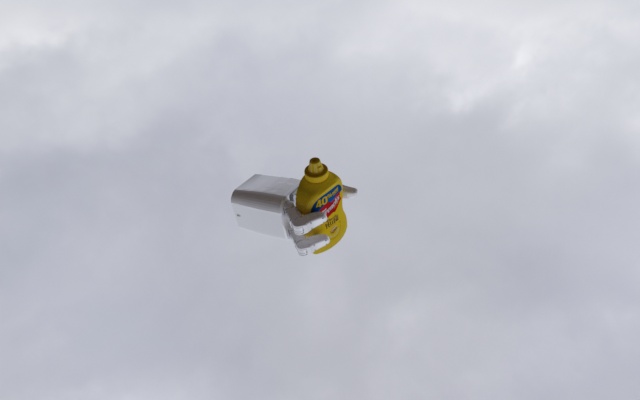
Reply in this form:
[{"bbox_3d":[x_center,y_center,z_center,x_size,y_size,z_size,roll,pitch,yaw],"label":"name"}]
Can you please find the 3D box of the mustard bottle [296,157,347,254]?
[{"bbox_3d":[0.000,0.003,0.851,0.096,0.192,0.058,-36,49,-27],"label":"mustard bottle"}]
